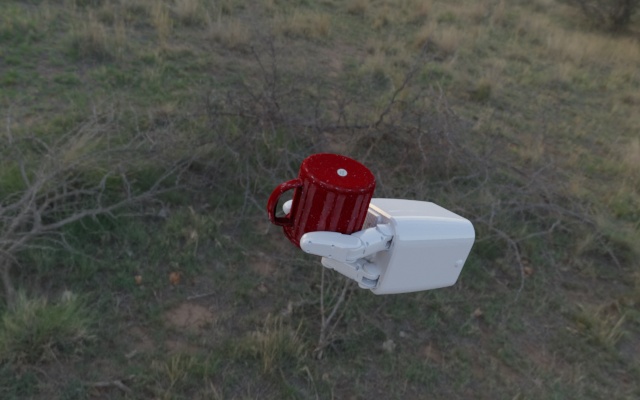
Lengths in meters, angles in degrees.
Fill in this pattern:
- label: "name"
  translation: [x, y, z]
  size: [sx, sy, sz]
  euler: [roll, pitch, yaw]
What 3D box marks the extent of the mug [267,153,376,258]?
- label: "mug"
  translation: [-0.001, 0.001, 0.511]
  size: [0.117, 0.081, 0.093]
  euler: [0, 34, -23]
